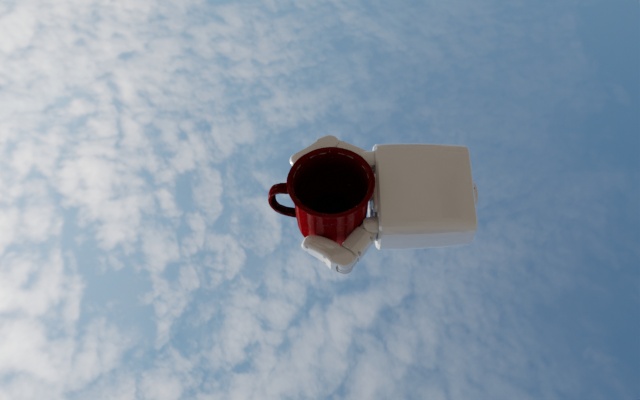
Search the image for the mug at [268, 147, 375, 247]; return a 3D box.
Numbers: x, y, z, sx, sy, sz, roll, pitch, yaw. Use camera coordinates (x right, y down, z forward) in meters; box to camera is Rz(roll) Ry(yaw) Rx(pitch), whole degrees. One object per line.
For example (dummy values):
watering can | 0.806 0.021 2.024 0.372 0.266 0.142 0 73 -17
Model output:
mug | -0.001 0.002 0.533 0.117 0.093 0.082 -1 -34 2
